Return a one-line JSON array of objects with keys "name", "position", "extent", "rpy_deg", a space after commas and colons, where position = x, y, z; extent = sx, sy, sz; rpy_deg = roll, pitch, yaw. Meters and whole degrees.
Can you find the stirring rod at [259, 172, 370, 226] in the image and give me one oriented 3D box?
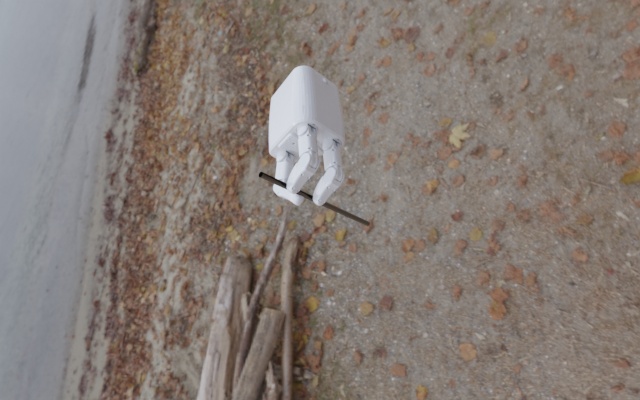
[{"name": "stirring rod", "position": [0.000, 0.002, 0.714], "extent": [0.011, 0.011, 0.239], "rpy_deg": [0, -18, 44]}]
